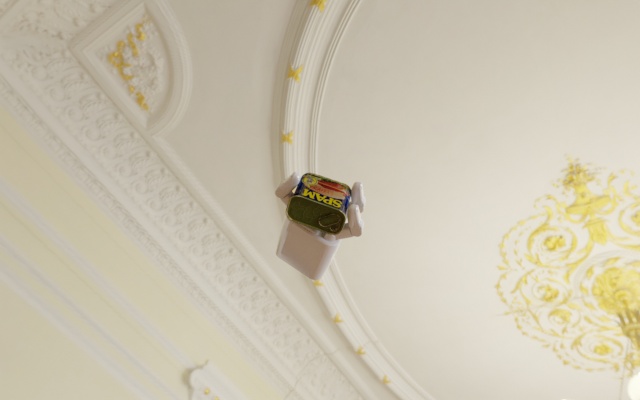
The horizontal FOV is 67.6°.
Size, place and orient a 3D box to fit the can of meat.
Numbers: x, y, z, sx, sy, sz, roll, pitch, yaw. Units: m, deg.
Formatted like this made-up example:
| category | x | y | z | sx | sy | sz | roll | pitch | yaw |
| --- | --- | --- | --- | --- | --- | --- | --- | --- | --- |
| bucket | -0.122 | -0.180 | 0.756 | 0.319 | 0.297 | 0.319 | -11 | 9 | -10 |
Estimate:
| category | x | y | z | sx | sy | sz | roll | pitch | yaw |
| --- | --- | --- | --- | --- | --- | --- | --- | --- | --- |
| can of meat | 0.000 | 0.002 | 0.836 | 0.102 | 0.057 | 0.084 | 19 | 38 | 1 |
